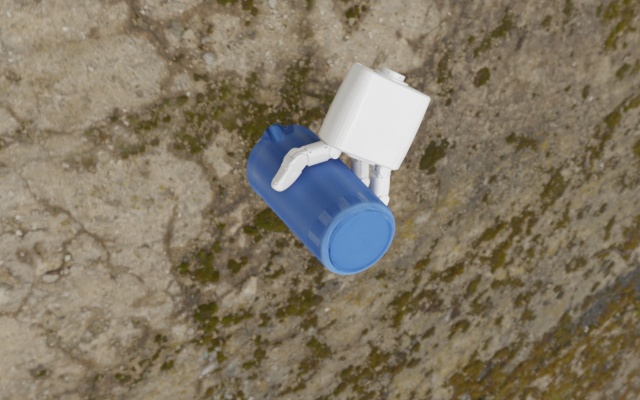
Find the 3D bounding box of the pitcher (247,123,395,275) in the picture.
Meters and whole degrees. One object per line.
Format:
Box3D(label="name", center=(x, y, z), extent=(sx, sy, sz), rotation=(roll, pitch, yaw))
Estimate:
Box3D(label="pitcher", center=(0.000, 0.002, 0.681), extent=(0.149, 0.145, 0.242), rotation=(12, 22, -35))
